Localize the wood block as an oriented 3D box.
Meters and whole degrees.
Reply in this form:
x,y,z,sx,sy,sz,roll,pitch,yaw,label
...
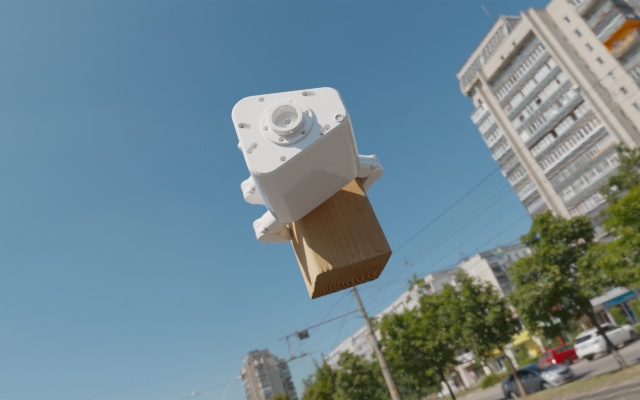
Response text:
x,y,z,sx,sy,sz,roll,pitch,yaw,label
0.000,0.002,0.588,0.091,0.206,0.090,-15,-27,-13,wood block
